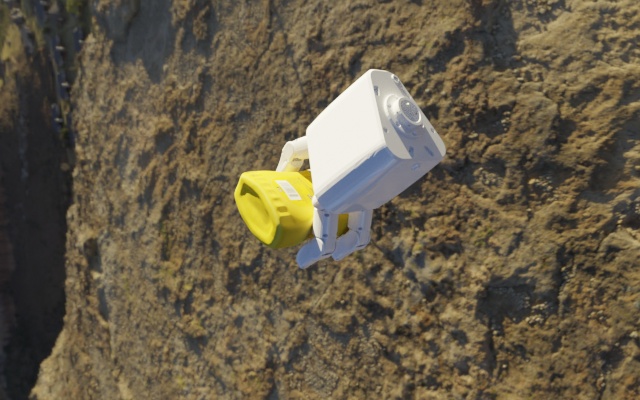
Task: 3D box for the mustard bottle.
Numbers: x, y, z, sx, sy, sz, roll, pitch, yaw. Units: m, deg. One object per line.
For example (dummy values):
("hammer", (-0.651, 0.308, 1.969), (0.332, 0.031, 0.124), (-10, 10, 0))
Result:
("mustard bottle", (0.000, 0.002, 0.575), (0.191, 0.058, 0.096), (-7, 44, -41))
